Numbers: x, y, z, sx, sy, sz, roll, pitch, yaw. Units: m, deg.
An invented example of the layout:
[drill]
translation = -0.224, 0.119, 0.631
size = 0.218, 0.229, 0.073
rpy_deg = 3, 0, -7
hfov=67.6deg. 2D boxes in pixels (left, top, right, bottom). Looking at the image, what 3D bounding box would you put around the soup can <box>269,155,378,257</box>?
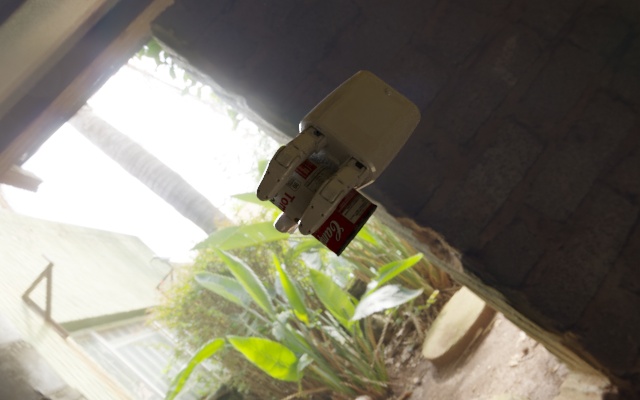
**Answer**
[soup can]
translation = 0.000, 0.002, 0.506
size = 0.102, 0.068, 0.068
rpy_deg = 38, 5, 7
